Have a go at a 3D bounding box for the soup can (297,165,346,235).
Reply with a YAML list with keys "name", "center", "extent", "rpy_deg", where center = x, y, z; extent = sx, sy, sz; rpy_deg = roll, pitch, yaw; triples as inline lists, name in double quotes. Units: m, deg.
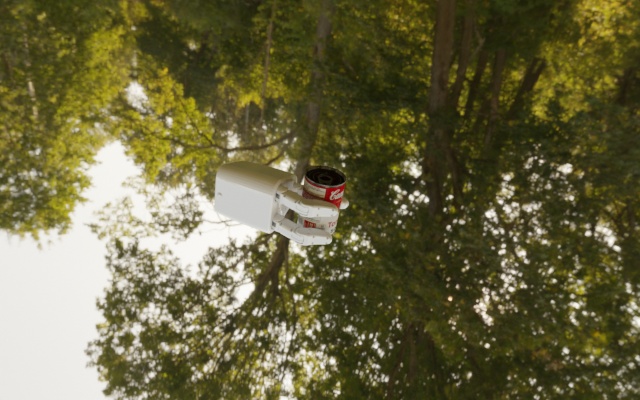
- name: "soup can"
  center: [0.001, 0.003, 0.790]
  extent: [0.068, 0.102, 0.068]
  rpy_deg: [8, 30, -5]
